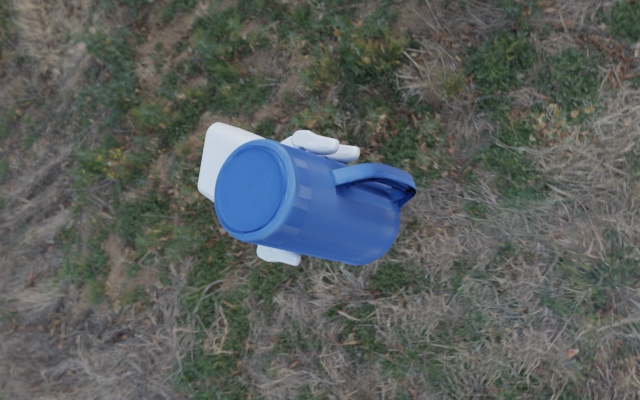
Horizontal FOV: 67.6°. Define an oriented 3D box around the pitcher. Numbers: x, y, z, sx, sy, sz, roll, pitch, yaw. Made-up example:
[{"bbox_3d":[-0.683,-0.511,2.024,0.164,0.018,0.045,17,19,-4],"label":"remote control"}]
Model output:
[{"bbox_3d":[0.000,0.002,0.575,0.145,0.149,0.243,27,6,33],"label":"pitcher"}]
